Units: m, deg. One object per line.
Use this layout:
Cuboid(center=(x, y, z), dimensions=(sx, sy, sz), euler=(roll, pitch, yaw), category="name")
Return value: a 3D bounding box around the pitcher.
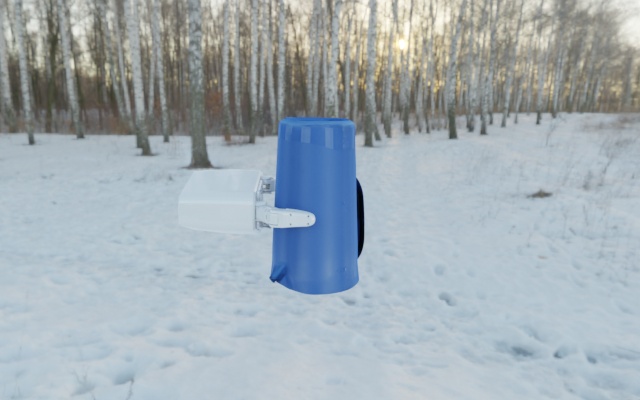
Cuboid(center=(0.000, 0.002, 0.700), dimensions=(0.145, 0.243, 0.149), euler=(1, 11, 0), category="pitcher")
